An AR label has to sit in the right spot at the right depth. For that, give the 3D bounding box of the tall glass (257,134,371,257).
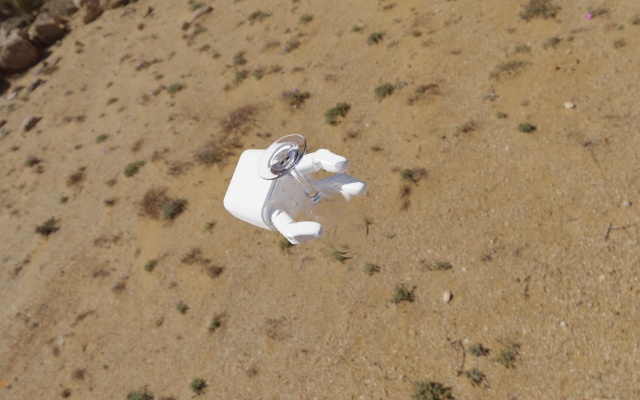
[{"bbox_3d":[0.000,0.002,0.665,0.079,0.079,0.201,0,-36,38],"label":"tall glass"}]
